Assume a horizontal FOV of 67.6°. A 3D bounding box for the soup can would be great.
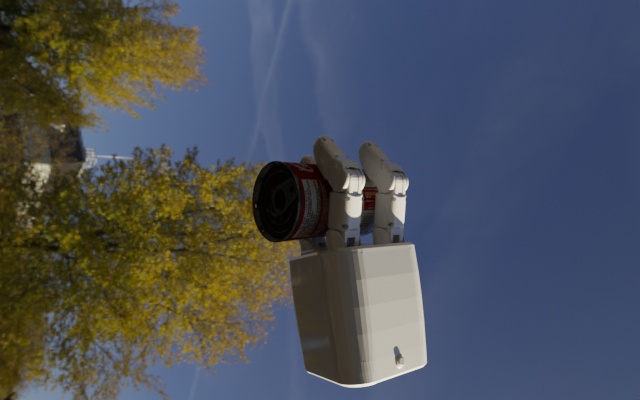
[{"bbox_3d":[0.000,0.001,0.429,0.102,0.068,0.068,0,0,-40],"label":"soup can"}]
